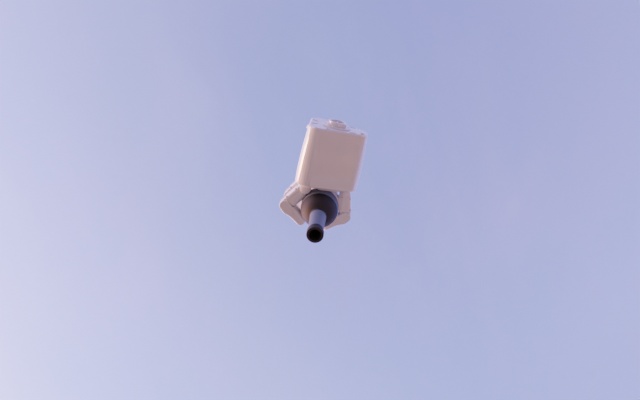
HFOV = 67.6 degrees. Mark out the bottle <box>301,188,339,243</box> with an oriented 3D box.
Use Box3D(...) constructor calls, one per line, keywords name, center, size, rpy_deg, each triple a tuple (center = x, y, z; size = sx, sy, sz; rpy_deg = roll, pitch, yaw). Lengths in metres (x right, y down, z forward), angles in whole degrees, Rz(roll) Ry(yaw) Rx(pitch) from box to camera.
Box3D(name="bottle", center=(0.000, 0.003, 0.875), size=(0.069, 0.069, 0.295), rpy_deg=(0, 20, 4))
